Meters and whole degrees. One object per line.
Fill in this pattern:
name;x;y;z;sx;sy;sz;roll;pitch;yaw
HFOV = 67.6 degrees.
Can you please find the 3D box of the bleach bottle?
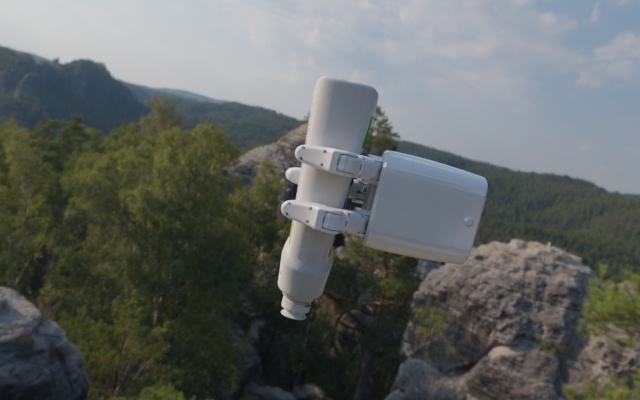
bleach bottle;0.000;0.002;0.513;0.068;0.251;0.102;14;5;0
